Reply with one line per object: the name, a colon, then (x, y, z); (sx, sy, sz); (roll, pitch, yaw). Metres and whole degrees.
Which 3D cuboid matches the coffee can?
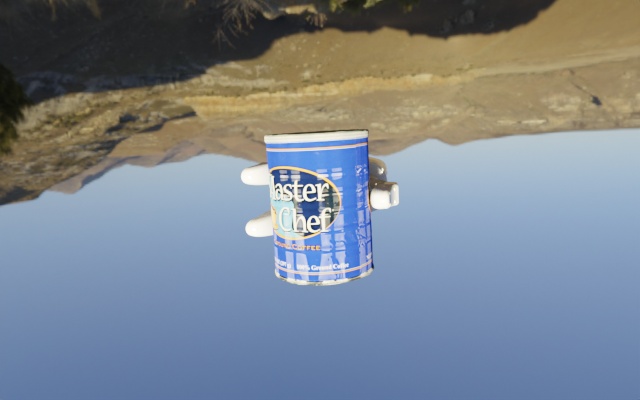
coffee can: (0.000, 0.001, 0.481); (0.103, 0.140, 0.103); (-3, 9, 1)
